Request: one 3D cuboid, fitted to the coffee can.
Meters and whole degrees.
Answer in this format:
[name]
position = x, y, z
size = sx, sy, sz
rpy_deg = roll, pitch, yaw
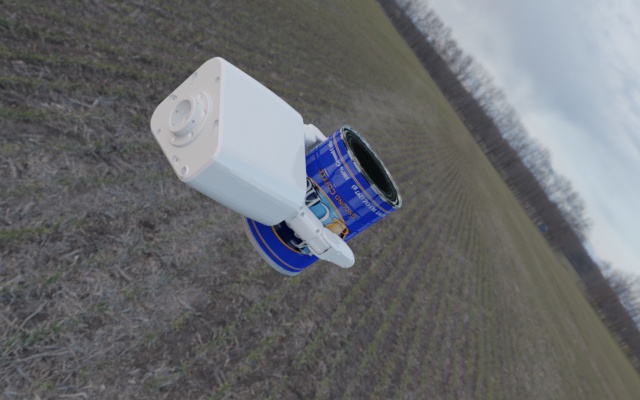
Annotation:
[coffee can]
position = 0.000, 0.002, 0.510
size = 0.140, 0.103, 0.103
rpy_deg = -35, -13, 19
